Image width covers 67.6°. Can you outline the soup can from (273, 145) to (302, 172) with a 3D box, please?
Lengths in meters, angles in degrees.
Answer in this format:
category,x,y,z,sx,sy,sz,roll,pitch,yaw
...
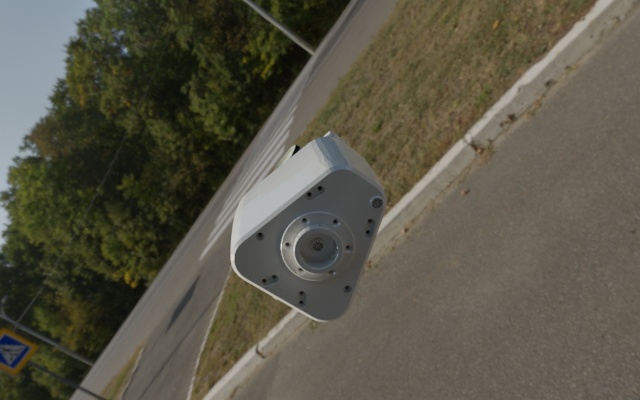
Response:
category,x,y,z,sx,sy,sz,roll,pitch,yaw
soup can,0.000,0.001,0.459,0.102,0.068,0.068,33,-8,-13
